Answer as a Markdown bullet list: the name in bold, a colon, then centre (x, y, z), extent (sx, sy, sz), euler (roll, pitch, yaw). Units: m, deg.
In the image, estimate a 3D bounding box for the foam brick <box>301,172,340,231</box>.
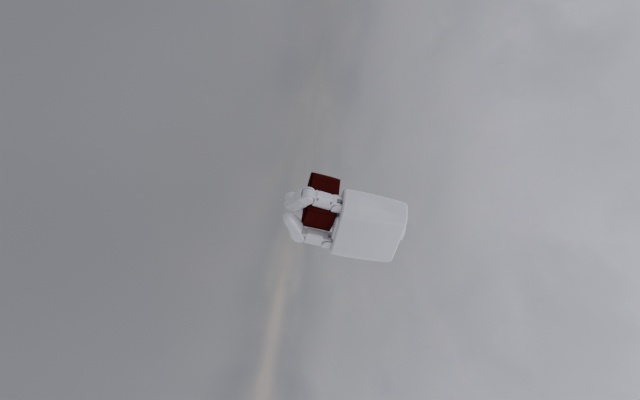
- **foam brick**: centre (0.000, 0.002, 0.796), extent (0.051, 0.078, 0.053), euler (12, -34, -5)
